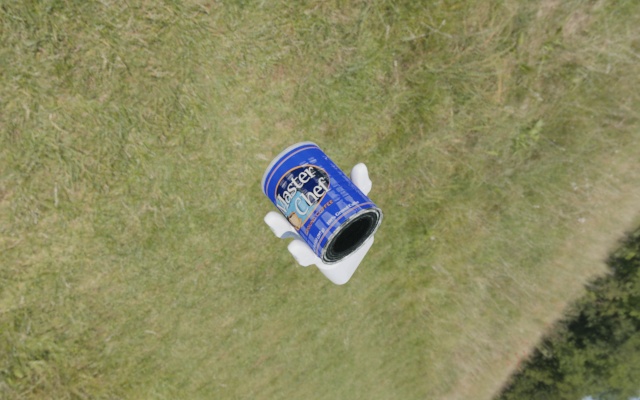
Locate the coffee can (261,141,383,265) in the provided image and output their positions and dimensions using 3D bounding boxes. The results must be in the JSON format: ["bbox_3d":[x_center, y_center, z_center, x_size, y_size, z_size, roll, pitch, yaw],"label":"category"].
[{"bbox_3d":[0.000,0.002,0.648,0.140,0.103,0.103,48,26,27],"label":"coffee can"}]
